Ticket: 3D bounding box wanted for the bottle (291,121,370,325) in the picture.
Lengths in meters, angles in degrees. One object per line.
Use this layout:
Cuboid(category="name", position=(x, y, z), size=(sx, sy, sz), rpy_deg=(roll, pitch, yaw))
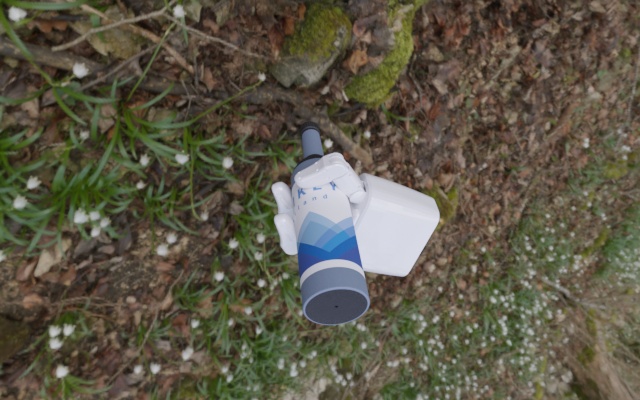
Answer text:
Cuboid(category="bottle", position=(0.000, 0.002, 0.571), size=(0.069, 0.069, 0.295), rpy_deg=(-4, 45, -4))
